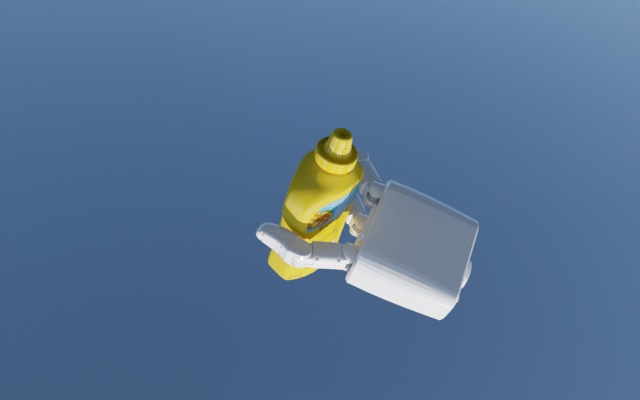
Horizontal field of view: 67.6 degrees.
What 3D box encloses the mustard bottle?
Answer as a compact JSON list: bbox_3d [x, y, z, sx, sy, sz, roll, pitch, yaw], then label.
[{"bbox_3d":[0.000,0.002,0.503,0.058,0.192,0.096,42,51,20],"label":"mustard bottle"}]
